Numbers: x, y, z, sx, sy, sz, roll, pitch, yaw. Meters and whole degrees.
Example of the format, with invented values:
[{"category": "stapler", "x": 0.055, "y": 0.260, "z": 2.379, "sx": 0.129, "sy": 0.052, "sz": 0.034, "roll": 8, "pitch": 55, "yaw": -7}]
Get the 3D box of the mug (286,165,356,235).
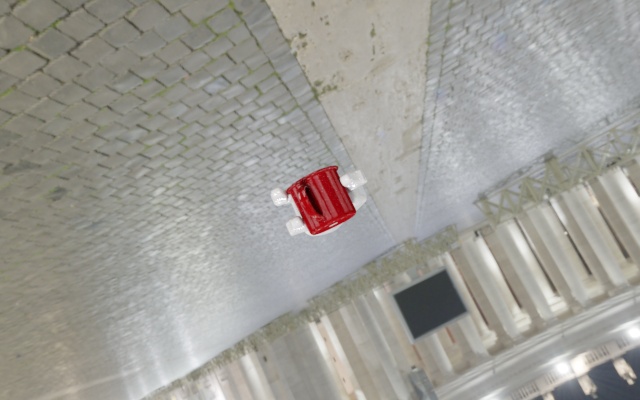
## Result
[{"category": "mug", "x": 0.000, "y": 0.003, "z": 0.738, "sx": 0.093, "sy": 0.081, "sz": 0.117, "roll": -29, "pitch": -9, "yaw": 18}]
